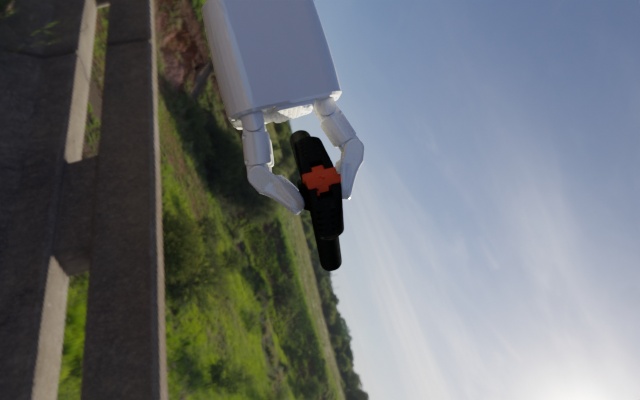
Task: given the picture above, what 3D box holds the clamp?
[{"bbox_3d":[0.001,0.001,0.462,0.036,0.164,0.210,-15,2,-3],"label":"clamp"}]
